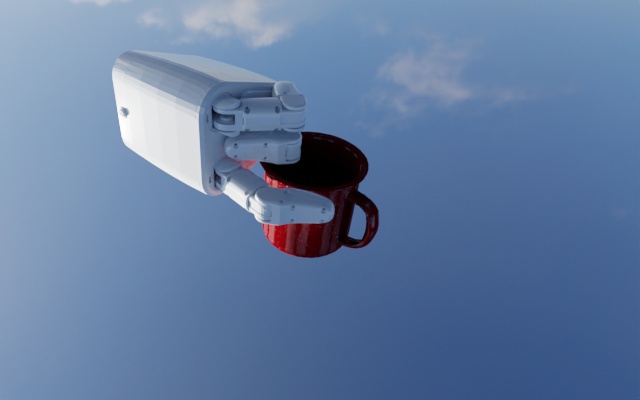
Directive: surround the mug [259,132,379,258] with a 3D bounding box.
[{"bbox_3d":[0.001,0.002,0.421,0.117,0.082,0.093,28,41,24],"label":"mug"}]
